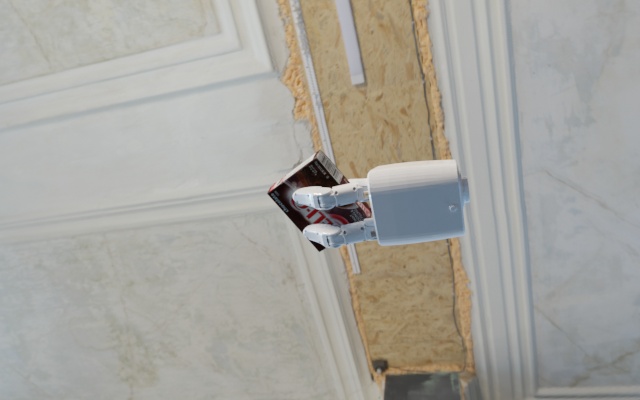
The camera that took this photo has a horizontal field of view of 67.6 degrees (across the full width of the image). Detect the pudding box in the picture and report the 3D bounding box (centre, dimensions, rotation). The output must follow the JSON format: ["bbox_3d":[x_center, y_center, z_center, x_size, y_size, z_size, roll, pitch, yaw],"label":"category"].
[{"bbox_3d":[0.000,0.002,0.635,0.090,0.113,0.039,-35,13,26],"label":"pudding box"}]
